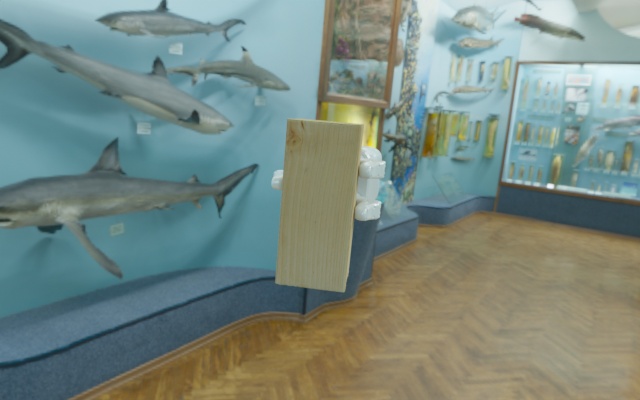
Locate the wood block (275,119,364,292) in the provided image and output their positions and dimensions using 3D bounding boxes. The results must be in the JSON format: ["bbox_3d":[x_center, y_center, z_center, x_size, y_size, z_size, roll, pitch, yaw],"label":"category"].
[{"bbox_3d":[0.000,0.002,0.617,0.091,0.206,0.090,6,11,6],"label":"wood block"}]
